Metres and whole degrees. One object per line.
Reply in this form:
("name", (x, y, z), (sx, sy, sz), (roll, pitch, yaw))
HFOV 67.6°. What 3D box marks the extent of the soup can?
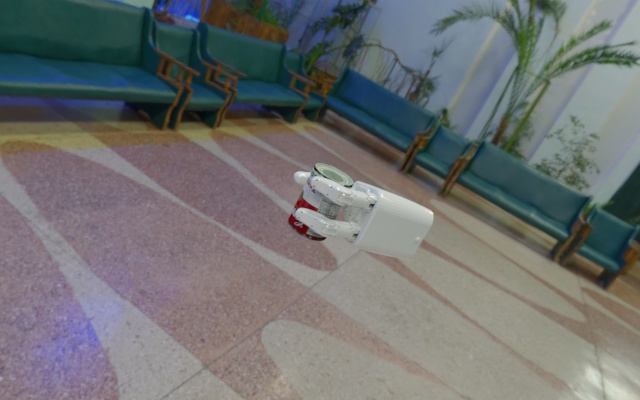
("soup can", (0.000, 0.002, 0.739), (0.068, 0.102, 0.068), (23, 21, -9))
